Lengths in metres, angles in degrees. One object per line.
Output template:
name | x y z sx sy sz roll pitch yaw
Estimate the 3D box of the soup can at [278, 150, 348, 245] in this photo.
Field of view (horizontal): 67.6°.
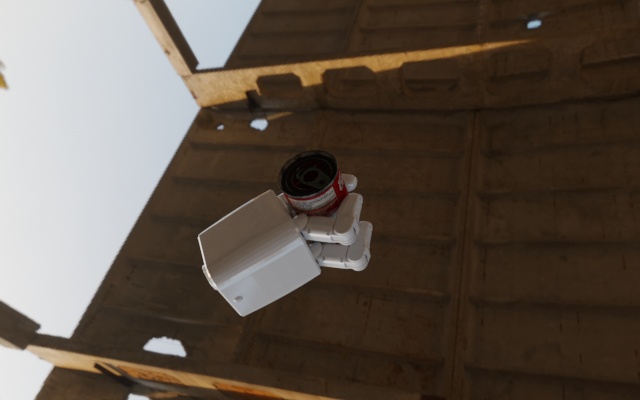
soup can | 0.001 0.002 0.548 0.068 0.068 0.102 0 -39 21
